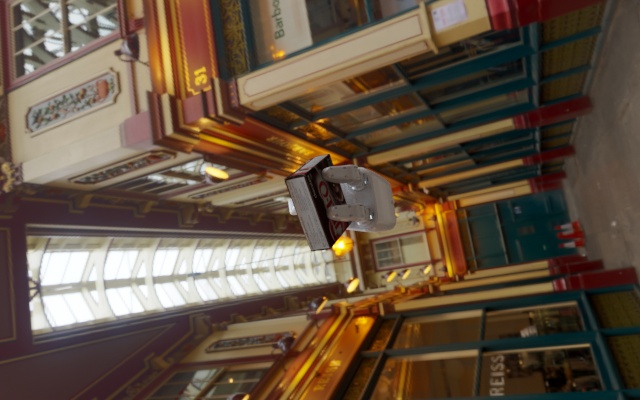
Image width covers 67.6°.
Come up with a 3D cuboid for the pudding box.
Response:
[{"bbox_3d":[0.000,0.002,0.671,0.039,0.113,0.090,-14,16,28],"label":"pudding box"}]
